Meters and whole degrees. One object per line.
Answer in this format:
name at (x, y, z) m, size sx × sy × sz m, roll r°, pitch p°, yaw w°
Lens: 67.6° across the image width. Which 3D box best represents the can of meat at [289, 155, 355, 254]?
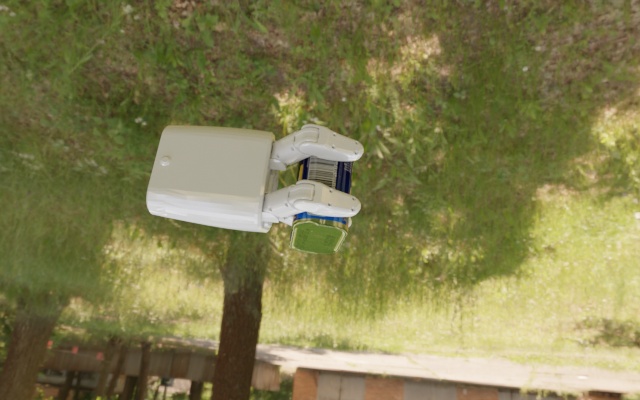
can of meat at (0.000, 0.002, 0.483) m, size 0.057 × 0.084 × 0.102 m, roll 8°, pitch -22°, yaw -3°
